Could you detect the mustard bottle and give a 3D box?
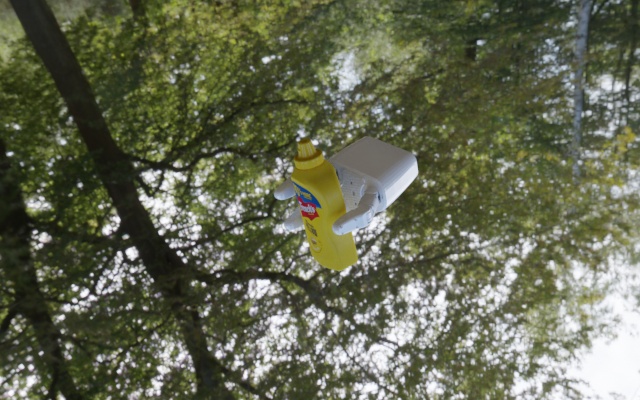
[{"bbox_3d":[0.000,0.003,0.684,0.058,0.192,0.096,-25,29,-20],"label":"mustard bottle"}]
